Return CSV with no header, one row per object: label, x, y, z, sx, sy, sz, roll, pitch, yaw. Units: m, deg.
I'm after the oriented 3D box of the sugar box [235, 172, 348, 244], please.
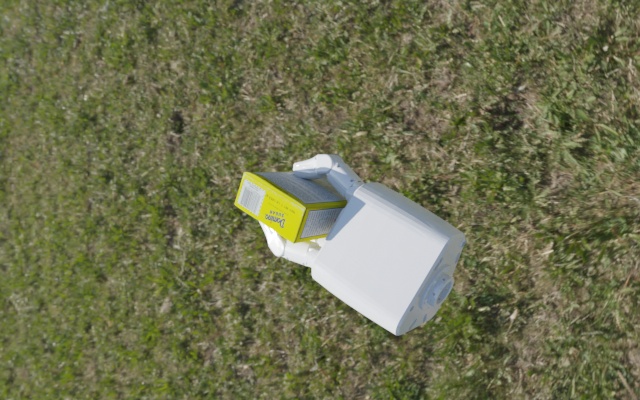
sugar box,0.000,0.002,0.543,0.093,0.048,0.176,31,18,33
